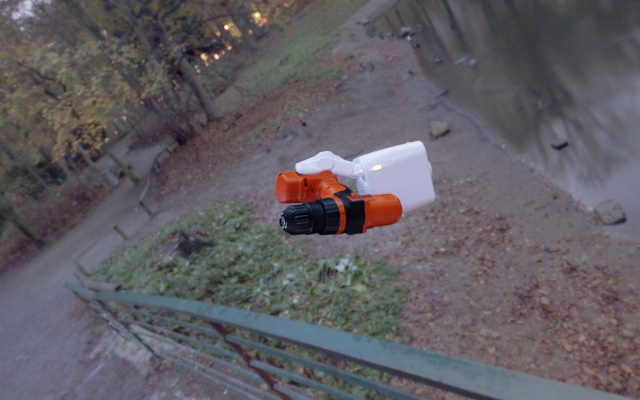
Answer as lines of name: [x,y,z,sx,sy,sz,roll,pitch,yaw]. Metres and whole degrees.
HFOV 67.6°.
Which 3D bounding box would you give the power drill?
power drill: [0.000,0.002,0.714,0.184,0.057,0.187,-4,19,-27]
